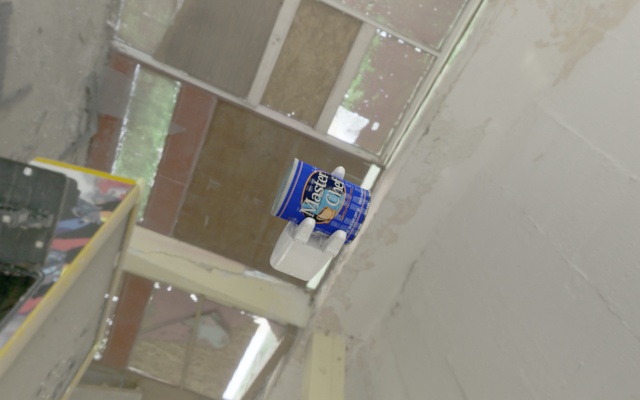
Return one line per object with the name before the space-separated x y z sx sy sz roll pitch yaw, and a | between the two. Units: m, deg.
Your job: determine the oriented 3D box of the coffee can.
coffee can | 0.000 0.002 0.806 0.140 0.103 0.103 23 -4 -9
